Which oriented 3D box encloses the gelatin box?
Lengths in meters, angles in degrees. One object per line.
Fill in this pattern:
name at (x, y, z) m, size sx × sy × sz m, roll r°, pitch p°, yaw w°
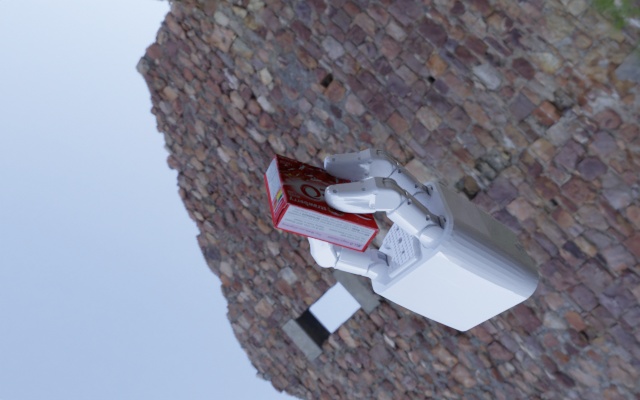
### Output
gelatin box at (0.000, 0.002, 0.410) m, size 0.089 × 0.030 × 0.073 m, roll 17°, pitch 31°, yaw -25°
